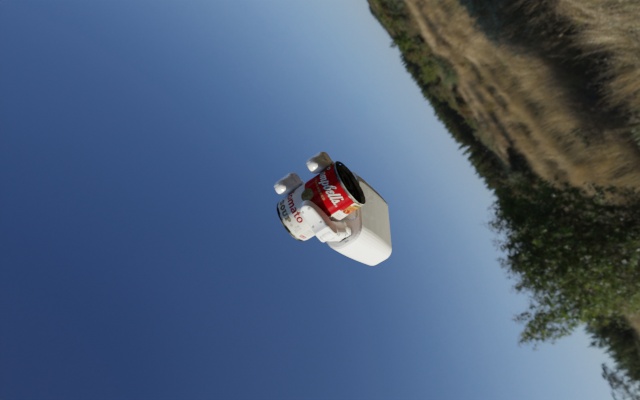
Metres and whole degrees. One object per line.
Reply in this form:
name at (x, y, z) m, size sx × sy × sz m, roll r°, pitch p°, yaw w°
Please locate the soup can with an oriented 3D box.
soup can at (0.000, 0.002, 0.645) m, size 0.102 × 0.068 × 0.068 m, roll -33°, pitch -12°, yaw 20°
